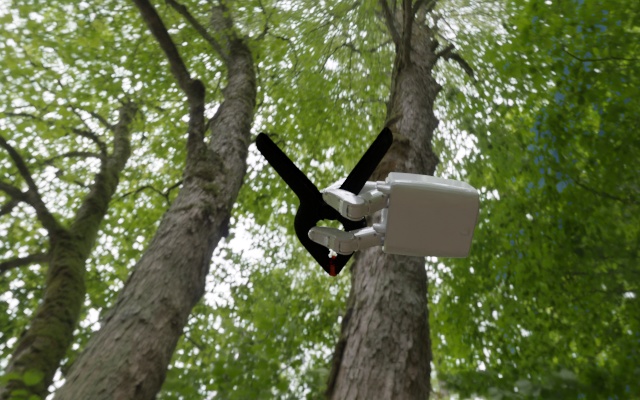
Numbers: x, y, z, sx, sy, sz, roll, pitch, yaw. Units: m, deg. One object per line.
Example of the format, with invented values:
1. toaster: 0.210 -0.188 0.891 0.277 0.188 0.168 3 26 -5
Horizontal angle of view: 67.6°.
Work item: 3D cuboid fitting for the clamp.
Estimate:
1. clamp: 0.000 0.002 0.610 0.164 0.210 0.036 5 28 6
